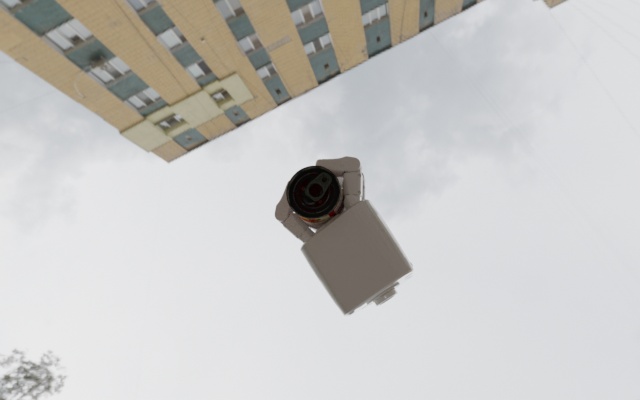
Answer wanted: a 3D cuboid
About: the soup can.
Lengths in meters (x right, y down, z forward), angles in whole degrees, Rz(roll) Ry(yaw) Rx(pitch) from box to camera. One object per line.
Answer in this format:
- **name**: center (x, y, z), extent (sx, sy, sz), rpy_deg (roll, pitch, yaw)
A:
- **soup can**: center (0.000, 0.002, 0.629), extent (0.068, 0.068, 0.102), rpy_deg (0, -15, 11)
